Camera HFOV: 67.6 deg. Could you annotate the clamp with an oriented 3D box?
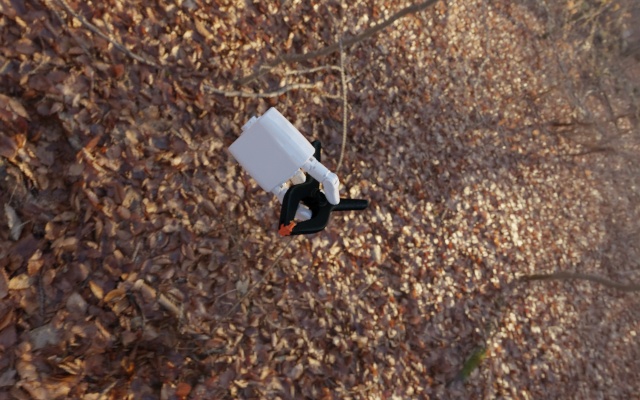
[{"bbox_3d":[0.000,0.003,0.864,0.036,0.164,0.210,-34,16,47],"label":"clamp"}]
